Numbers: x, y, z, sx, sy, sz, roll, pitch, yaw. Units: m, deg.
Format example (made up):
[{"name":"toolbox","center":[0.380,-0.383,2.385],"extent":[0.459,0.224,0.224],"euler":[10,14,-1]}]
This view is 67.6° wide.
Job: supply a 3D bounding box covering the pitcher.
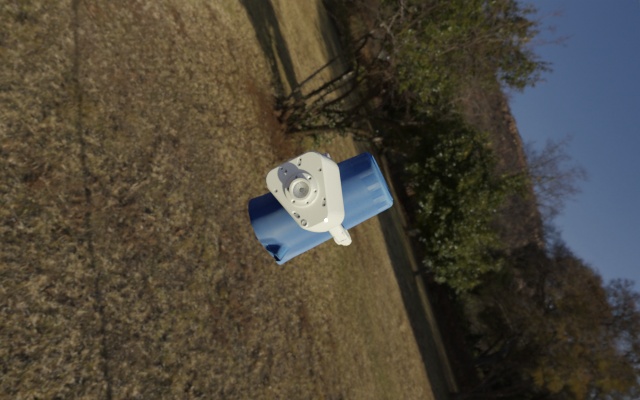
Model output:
[{"name":"pitcher","center":[0.000,0.003,0.875],"extent":[0.243,0.149,0.145],"euler":[-25,-10,10]}]
